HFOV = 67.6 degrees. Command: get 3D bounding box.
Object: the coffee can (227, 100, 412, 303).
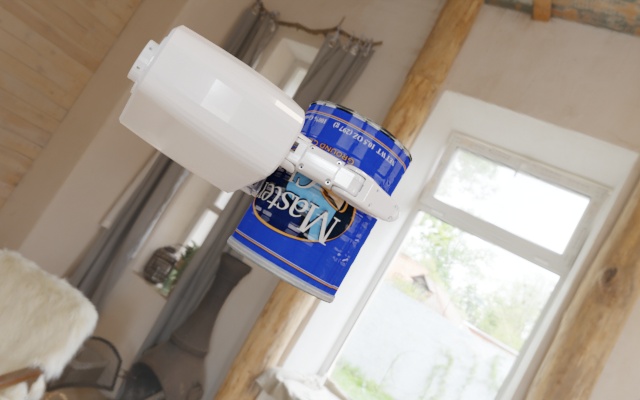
[{"bbox_3d":[0.000,0.002,0.411,0.103,0.140,0.103,30,-6,3],"label":"coffee can"}]
